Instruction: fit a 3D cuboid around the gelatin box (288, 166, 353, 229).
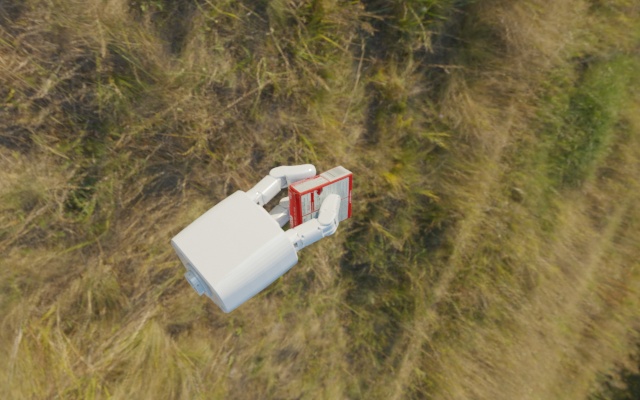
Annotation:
[{"bbox_3d":[0.001,0.002,0.637,0.089,0.073,0.030,-23,40,-29],"label":"gelatin box"}]
